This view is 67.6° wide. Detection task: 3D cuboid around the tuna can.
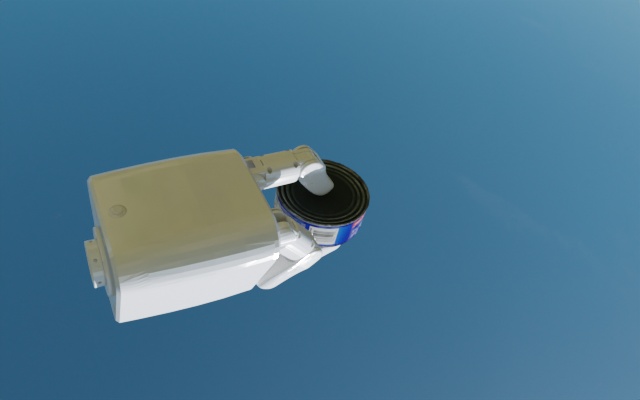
[{"bbox_3d":[0.000,0.002,0.442,0.086,0.086,0.034,0,-44,-14],"label":"tuna can"}]
